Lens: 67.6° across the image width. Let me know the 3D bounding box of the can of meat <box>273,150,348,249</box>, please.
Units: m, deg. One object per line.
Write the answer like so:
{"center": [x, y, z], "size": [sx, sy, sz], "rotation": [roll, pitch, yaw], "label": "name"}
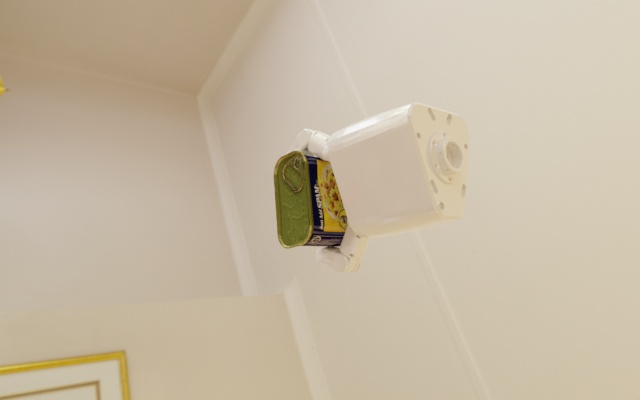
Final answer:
{"center": [0.000, 0.002, 0.530], "size": [0.084, 0.102, 0.057], "rotation": [5, -16, -39], "label": "can of meat"}
